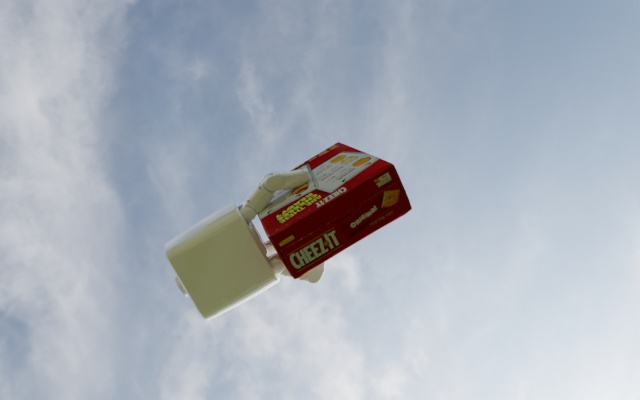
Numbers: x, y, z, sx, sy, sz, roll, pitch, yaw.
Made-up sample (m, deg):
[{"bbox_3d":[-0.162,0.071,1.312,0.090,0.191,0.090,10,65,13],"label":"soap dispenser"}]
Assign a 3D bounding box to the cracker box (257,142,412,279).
[{"bbox_3d":[0.000,0.002,0.634,0.164,0.072,0.213,-31,19,-6],"label":"cracker box"}]
